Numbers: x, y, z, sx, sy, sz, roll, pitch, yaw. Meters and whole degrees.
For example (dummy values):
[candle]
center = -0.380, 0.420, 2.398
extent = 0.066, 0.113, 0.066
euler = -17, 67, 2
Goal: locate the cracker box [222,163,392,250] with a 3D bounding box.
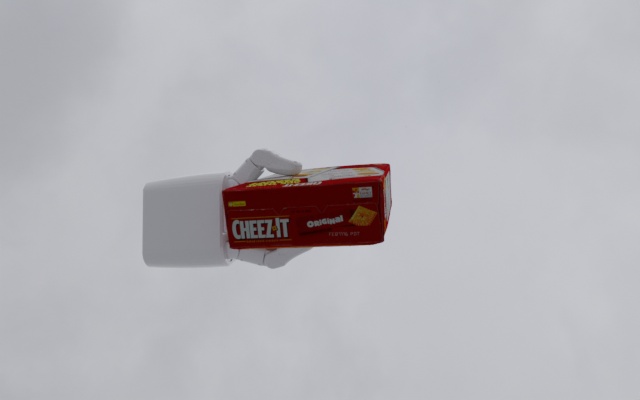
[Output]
[cracker box]
center = 0.000, 0.002, 0.573
extent = 0.164, 0.072, 0.213
euler = -4, 8, 11
